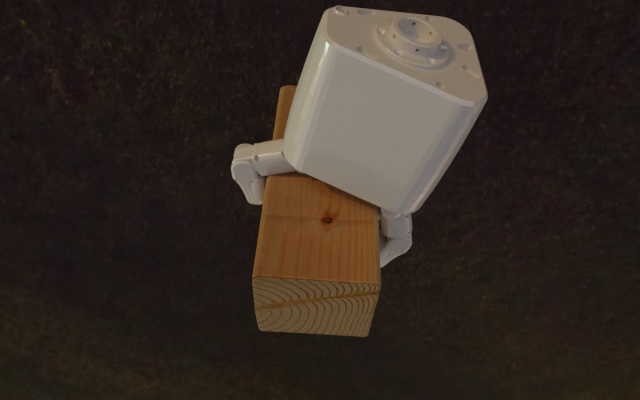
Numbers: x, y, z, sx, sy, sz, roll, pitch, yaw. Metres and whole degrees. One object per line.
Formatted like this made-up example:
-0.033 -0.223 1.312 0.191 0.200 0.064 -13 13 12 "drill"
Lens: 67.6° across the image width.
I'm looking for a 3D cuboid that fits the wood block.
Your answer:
0.000 0.001 0.418 0.091 0.206 0.090 4 -39 0 "wood block"
